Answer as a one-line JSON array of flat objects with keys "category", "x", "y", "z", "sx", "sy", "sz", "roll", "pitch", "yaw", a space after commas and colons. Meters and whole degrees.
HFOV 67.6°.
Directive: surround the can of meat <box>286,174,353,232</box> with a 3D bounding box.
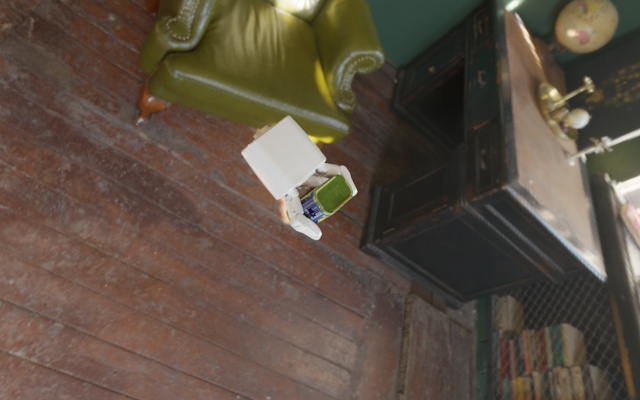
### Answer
[{"category": "can of meat", "x": 0.000, "y": 0.003, "z": 0.867, "sx": 0.084, "sy": 0.057, "sz": 0.102, "roll": -33, "pitch": 5, "yaw": 44}]
